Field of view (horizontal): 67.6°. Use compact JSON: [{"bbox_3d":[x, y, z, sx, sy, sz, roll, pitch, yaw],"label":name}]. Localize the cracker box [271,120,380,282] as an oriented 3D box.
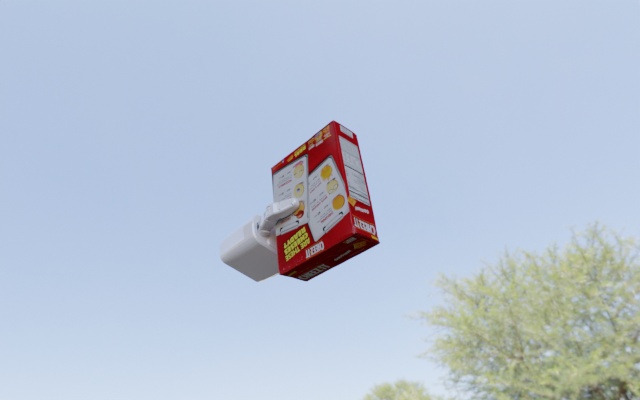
[{"bbox_3d":[0.000,0.002,0.785,0.072,0.213,0.164,22,-43,-40],"label":"cracker box"}]
